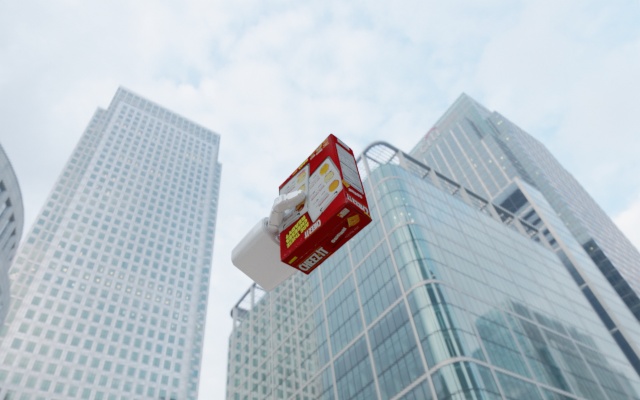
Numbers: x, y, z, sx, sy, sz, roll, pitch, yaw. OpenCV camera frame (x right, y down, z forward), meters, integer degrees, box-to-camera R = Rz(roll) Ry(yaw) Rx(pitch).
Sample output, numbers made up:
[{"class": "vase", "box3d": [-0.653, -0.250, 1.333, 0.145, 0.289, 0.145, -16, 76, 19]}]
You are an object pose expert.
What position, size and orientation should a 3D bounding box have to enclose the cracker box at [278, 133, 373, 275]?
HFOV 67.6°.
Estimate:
[{"class": "cracker box", "box3d": [0.000, 0.003, 0.864, 0.072, 0.213, 0.164, 33, -62, -28]}]
